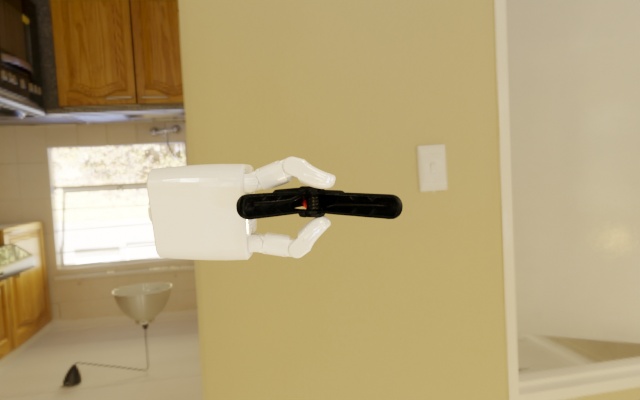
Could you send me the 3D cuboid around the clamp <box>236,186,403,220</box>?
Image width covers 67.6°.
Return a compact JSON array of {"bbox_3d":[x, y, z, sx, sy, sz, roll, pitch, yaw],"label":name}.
[{"bbox_3d":[0.000,0.003,0.556,0.164,0.036,0.210,1,3,0],"label":"clamp"}]
